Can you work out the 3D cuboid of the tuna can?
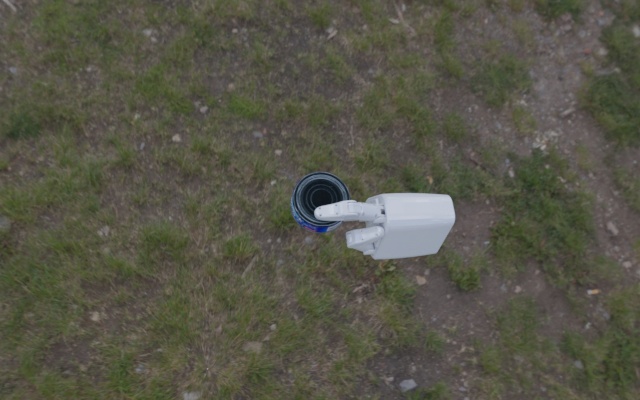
[{"bbox_3d":[0.000,0.002,0.694,0.086,0.086,0.034,0,-19,-7],"label":"tuna can"}]
